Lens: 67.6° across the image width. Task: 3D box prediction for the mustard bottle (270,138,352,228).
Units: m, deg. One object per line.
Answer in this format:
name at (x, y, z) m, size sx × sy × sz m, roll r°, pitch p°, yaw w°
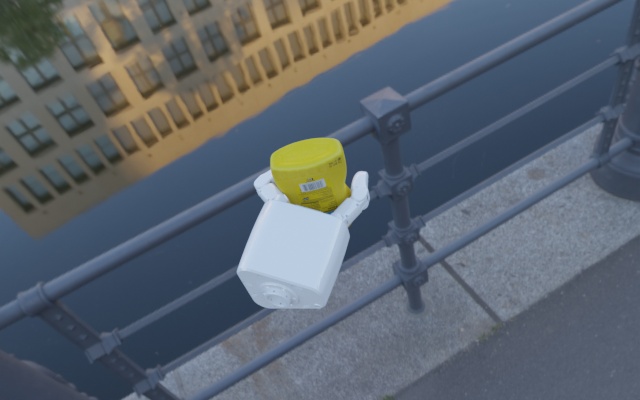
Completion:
mustard bottle at (0.000, 0.002, 0.674) m, size 0.096 × 0.058 × 0.192 m, roll -14°, pitch -44°, yaw 4°
